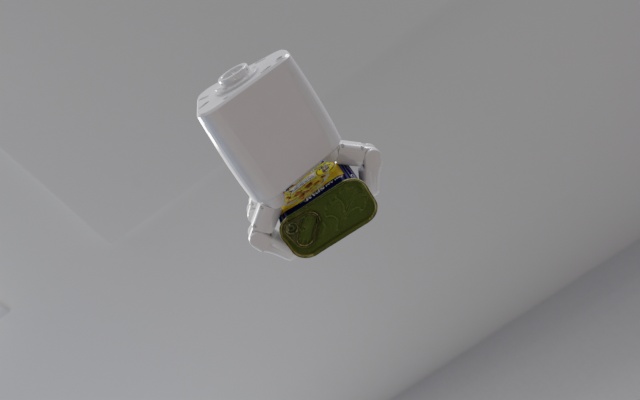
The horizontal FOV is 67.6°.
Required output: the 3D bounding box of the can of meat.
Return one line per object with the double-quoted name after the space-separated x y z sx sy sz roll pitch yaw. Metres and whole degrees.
0.000 0.002 0.521 0.102 0.057 0.084 -33 29 4 "can of meat"
